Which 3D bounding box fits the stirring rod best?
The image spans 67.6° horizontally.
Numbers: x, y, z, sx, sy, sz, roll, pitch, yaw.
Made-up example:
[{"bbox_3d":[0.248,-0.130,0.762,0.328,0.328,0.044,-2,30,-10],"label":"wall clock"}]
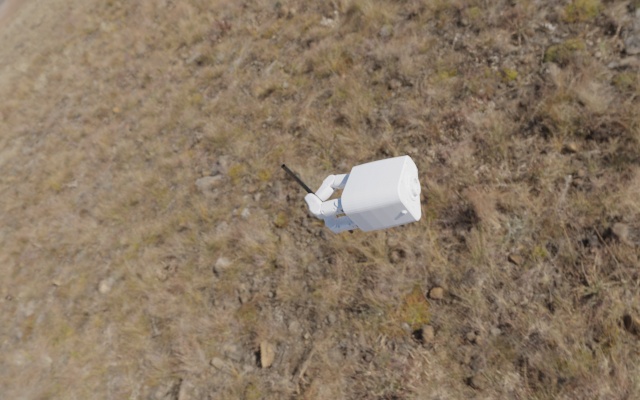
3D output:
[{"bbox_3d":[0.000,0.003,0.890,0.011,0.011,0.240,0,-31,38],"label":"stirring rod"}]
